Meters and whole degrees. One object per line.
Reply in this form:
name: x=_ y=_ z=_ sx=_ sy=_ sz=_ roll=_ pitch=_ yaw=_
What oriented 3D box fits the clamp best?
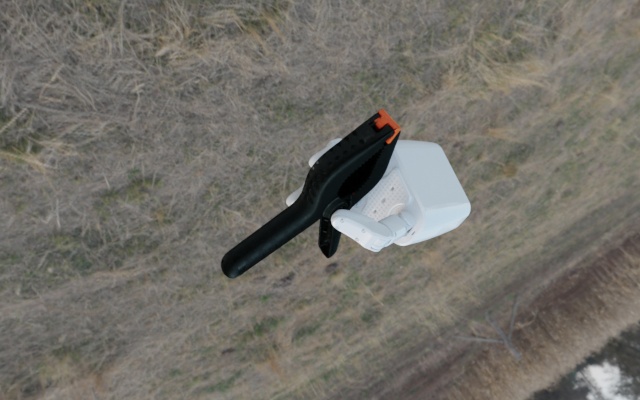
clamp: x=0.001 y=0.002 z=0.467 sx=0.164 sy=0.036 sz=0.210 roll=-11 pitch=-36 yaw=-46
